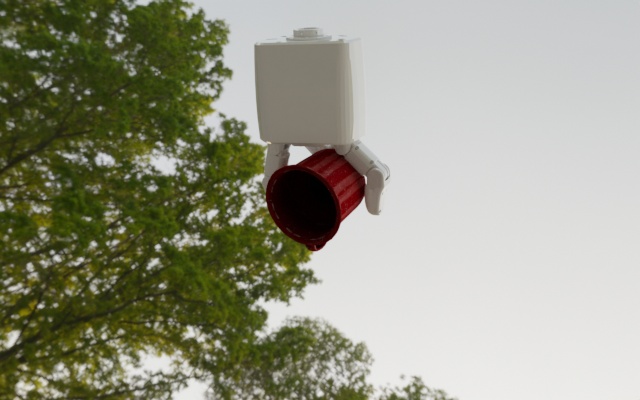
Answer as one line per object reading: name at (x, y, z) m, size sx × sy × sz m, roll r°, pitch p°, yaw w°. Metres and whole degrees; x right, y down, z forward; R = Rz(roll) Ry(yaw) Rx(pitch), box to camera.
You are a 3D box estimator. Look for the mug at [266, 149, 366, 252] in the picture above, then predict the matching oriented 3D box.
mug at (0.000, 0.003, 0.539) m, size 0.093 × 0.117 × 0.081 m, roll 11°, pitch 28°, yaw 27°
